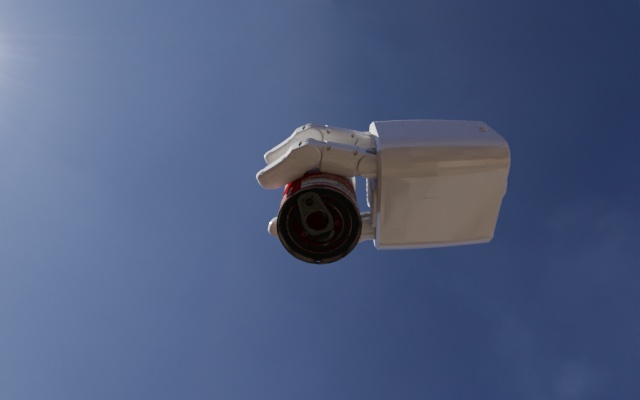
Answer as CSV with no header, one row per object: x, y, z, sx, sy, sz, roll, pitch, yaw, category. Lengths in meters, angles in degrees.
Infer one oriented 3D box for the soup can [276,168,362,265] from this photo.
0.000,0.001,0.422,0.068,0.068,0.102,0,23,1,soup can
